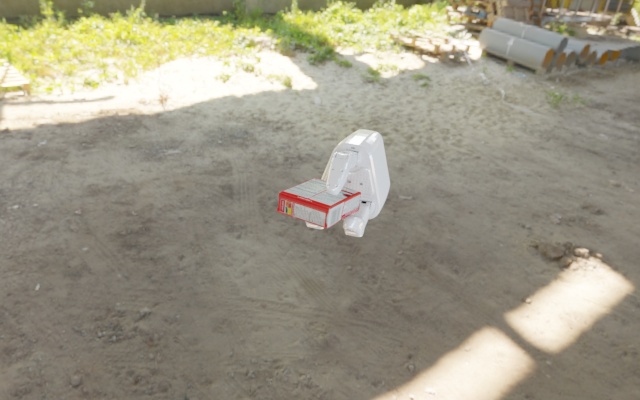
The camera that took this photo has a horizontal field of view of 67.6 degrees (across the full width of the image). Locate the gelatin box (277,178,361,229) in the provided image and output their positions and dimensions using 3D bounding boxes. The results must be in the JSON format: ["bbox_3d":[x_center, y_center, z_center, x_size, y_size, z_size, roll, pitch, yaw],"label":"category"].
[{"bbox_3d":[0.000,0.002,0.607,0.073,0.030,0.089,18,22,26],"label":"gelatin box"}]
